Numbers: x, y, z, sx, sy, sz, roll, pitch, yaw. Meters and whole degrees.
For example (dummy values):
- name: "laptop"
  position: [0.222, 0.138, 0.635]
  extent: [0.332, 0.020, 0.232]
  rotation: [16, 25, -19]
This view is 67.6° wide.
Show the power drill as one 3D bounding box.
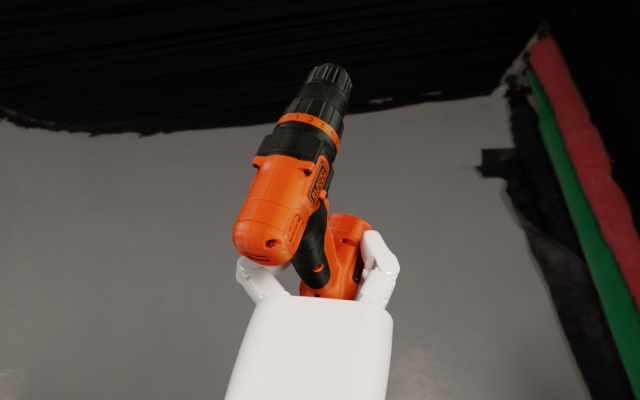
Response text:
- name: "power drill"
  position: [0.000, 0.002, 0.422]
  extent: [0.057, 0.184, 0.188]
  rotation: [9, -31, 24]
